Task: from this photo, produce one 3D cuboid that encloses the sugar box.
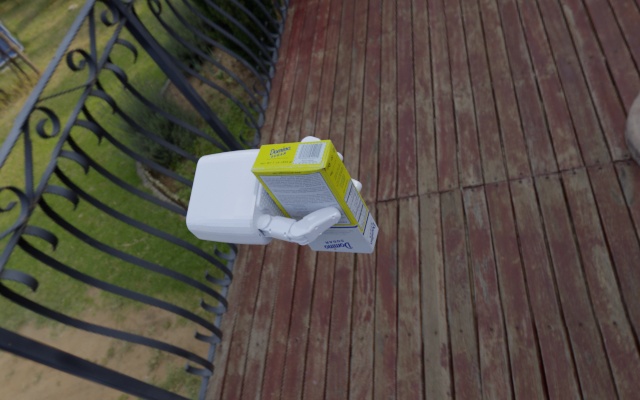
[{"bbox_3d":[0.000,0.001,0.583,0.093,0.048,0.176,0,-33,27],"label":"sugar box"}]
